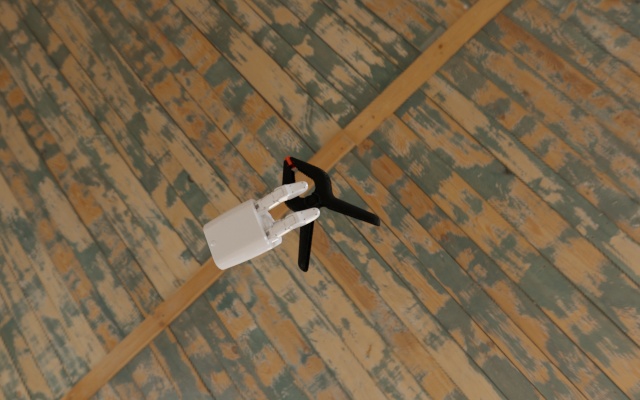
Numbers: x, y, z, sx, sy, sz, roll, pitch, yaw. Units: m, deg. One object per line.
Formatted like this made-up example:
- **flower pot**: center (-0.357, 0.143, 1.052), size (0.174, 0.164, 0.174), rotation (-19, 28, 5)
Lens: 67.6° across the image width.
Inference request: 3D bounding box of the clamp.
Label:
- **clamp**: center (0.000, 0.003, 0.866), size (0.164, 0.210, 0.036), rotation (-26, -18, 5)
